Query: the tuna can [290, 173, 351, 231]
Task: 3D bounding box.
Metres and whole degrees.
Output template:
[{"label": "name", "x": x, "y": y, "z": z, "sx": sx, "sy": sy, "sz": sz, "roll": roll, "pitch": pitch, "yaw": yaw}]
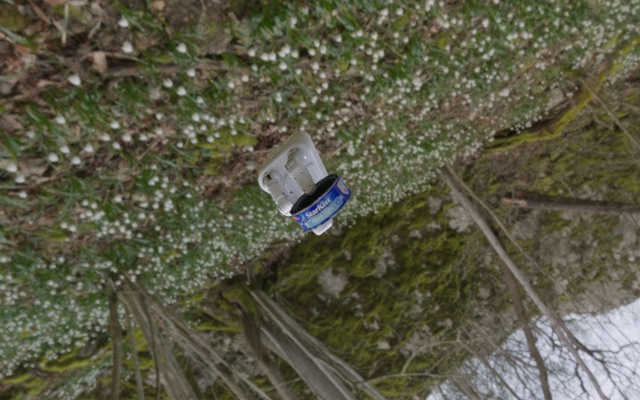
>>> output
[{"label": "tuna can", "x": 0.000, "y": 0.003, "z": 0.663, "sx": 0.086, "sy": 0.034, "sz": 0.086, "roll": -37, "pitch": 14, "yaw": 11}]
